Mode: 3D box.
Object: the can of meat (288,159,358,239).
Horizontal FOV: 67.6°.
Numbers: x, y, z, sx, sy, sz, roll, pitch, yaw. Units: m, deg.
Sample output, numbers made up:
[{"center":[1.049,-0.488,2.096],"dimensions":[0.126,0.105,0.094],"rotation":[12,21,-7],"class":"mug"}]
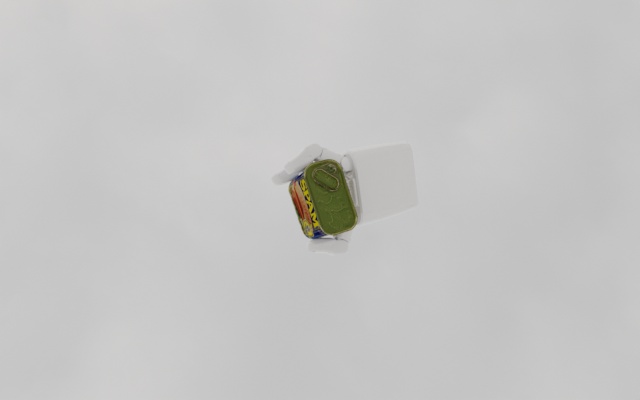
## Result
[{"center":[0.000,0.002,0.674],"dimensions":[0.057,0.102,0.084],"rotation":[-16,-4,-23],"class":"can of meat"}]
